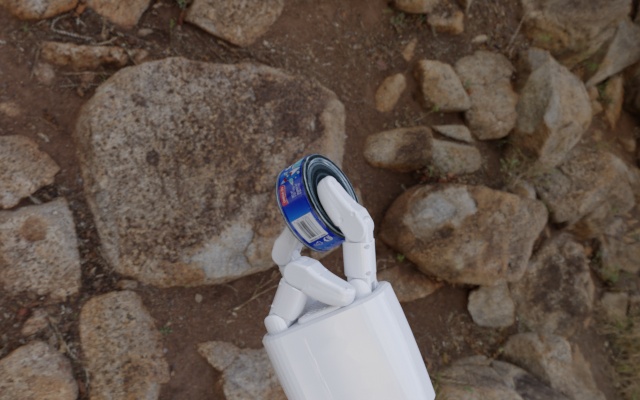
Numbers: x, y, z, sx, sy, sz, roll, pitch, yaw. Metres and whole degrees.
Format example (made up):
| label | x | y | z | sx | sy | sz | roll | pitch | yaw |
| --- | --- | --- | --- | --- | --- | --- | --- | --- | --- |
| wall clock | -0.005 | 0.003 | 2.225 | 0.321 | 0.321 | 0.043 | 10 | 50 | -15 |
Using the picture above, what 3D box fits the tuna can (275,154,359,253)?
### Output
| label | x | y | z | sx | sy | sz | roll | pitch | yaw |
| --- | --- | --- | --- | --- | --- | --- | --- | --- | --- |
| tuna can | 0.000 | 0.001 | 0.433 | 0.034 | 0.086 | 0.086 | -29 | -15 | 29 |
